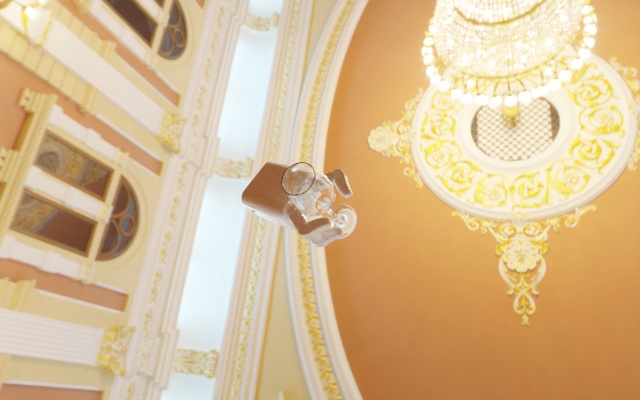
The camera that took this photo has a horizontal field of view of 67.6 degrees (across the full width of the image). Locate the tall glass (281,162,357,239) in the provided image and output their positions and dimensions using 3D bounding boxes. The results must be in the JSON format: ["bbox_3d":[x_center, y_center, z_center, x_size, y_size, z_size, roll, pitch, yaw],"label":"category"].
[{"bbox_3d":[0.001,0.003,0.863,0.079,0.079,0.201,0,-23,23],"label":"tall glass"}]
